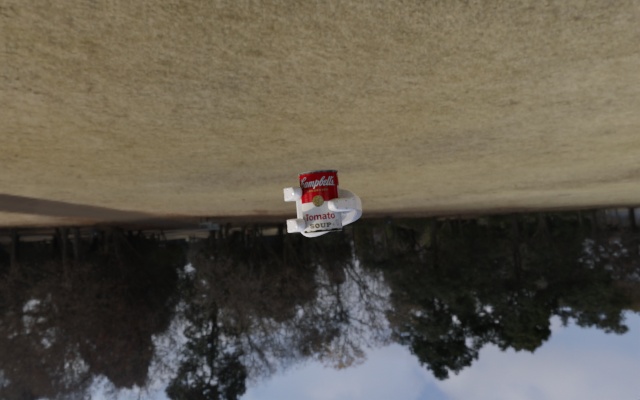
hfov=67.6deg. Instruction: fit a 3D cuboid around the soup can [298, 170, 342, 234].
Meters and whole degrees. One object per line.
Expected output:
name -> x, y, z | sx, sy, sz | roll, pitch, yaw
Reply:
soup can -> 0.000, 0.003, 0.812 | 0.068, 0.102, 0.068 | -5, -3, 0
